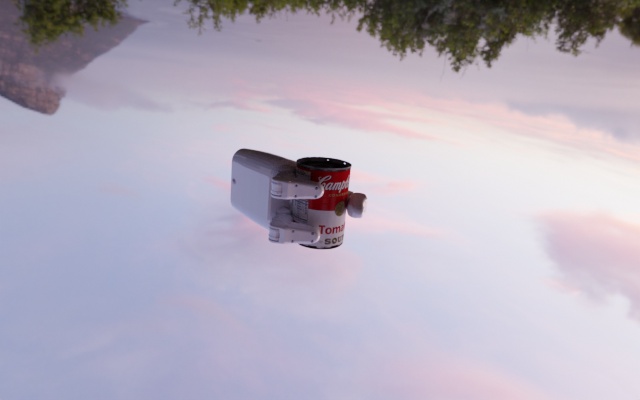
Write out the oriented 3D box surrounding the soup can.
[{"bbox_3d":[0.000,0.002,0.594,0.068,0.102,0.068,5,16,-1],"label":"soup can"}]
